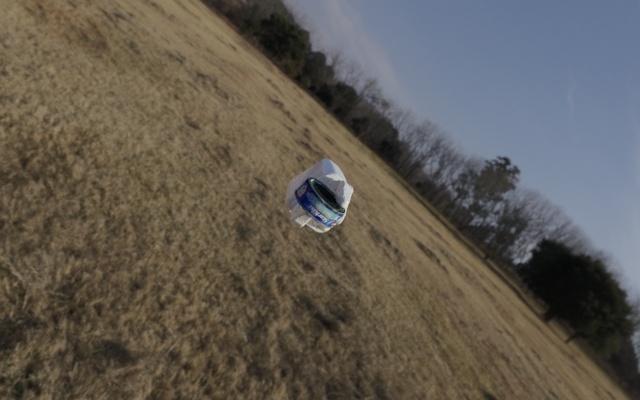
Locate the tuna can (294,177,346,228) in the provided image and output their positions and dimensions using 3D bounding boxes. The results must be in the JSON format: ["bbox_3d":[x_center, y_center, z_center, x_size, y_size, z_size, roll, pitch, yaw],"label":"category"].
[{"bbox_3d":[0.001,0.002,0.777,0.034,0.086,0.086,-45,-15,16],"label":"tuna can"}]
